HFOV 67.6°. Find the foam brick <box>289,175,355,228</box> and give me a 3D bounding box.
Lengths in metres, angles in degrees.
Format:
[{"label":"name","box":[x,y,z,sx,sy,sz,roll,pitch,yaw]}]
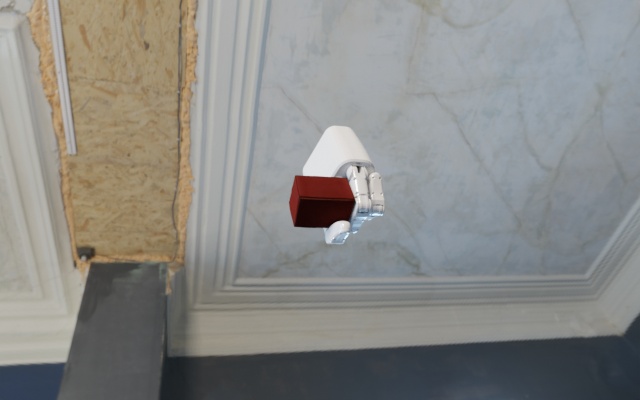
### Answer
[{"label":"foam brick","box":[0.000,0.002,0.654,0.078,0.053,0.051,2,38,-17]}]
